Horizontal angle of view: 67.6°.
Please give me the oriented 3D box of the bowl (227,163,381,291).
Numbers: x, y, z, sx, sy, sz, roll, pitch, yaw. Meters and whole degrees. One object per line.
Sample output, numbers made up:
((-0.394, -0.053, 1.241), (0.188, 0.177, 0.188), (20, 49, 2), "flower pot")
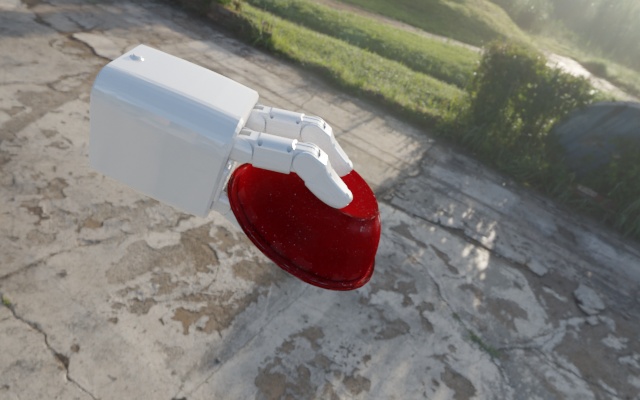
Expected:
((0.001, 0.002, 0.435), (0.162, 0.162, 0.055), (0, -43, -50), "bowl")
